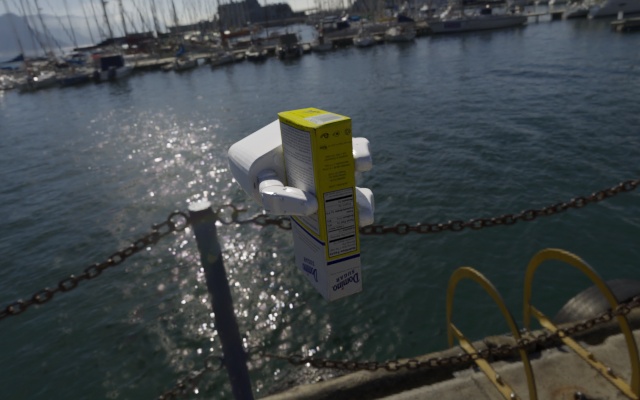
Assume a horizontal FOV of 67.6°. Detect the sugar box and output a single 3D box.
[{"bbox_3d":[0.001,0.001,0.481,0.048,0.176,0.093,-15,23,-20],"label":"sugar box"}]
